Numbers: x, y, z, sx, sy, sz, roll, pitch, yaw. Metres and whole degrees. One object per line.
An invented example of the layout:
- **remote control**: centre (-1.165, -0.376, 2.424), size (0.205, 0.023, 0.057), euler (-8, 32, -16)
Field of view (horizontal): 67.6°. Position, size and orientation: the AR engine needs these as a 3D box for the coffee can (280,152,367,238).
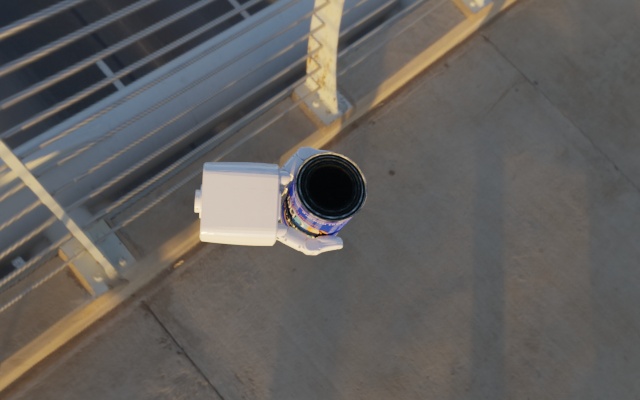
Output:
- **coffee can**: centre (0.000, 0.002, 0.712), size (0.103, 0.102, 0.140), euler (0, -19, -13)
